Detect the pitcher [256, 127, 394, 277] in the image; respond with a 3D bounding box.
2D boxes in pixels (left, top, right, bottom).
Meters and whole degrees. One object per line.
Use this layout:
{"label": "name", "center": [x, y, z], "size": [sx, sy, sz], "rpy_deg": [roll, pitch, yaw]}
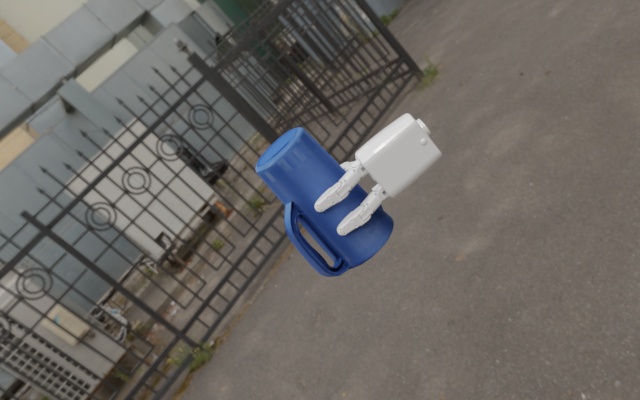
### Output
{"label": "pitcher", "center": [0.000, 0.003, 0.820], "size": [0.145, 0.243, 0.149], "rpy_deg": [-39, 19, 12]}
